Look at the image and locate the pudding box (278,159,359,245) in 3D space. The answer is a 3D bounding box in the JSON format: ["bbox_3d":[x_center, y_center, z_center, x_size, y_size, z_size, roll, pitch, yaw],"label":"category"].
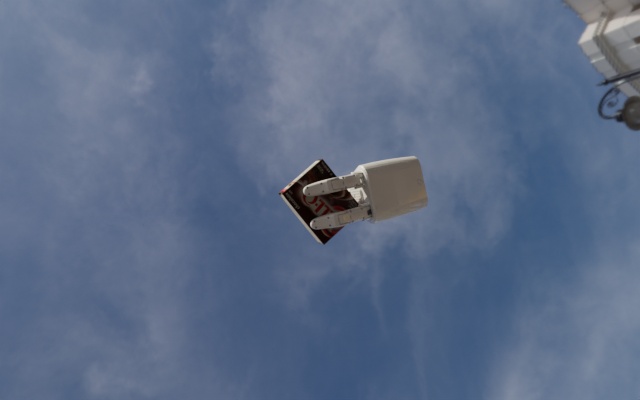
[{"bbox_3d":[0.000,0.003,0.789,0.090,0.113,0.039,-42,9,-13],"label":"pudding box"}]
